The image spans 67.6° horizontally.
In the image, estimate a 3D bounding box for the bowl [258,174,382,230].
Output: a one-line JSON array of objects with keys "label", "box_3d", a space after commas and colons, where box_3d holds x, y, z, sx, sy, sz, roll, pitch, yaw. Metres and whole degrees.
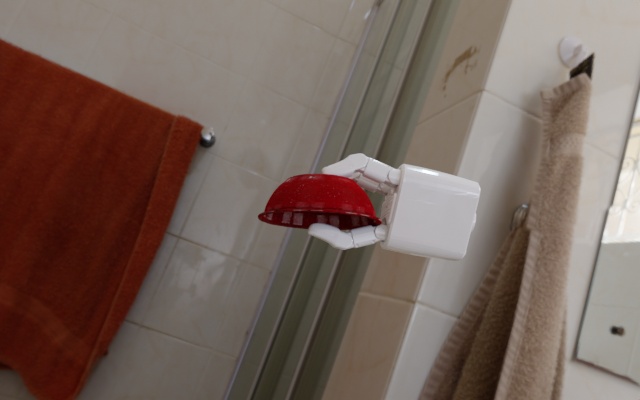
[{"label": "bowl", "box_3d": [-0.001, 0.001, 0.626, 0.162, 0.055, 0.162, 2, -11, 0]}]
